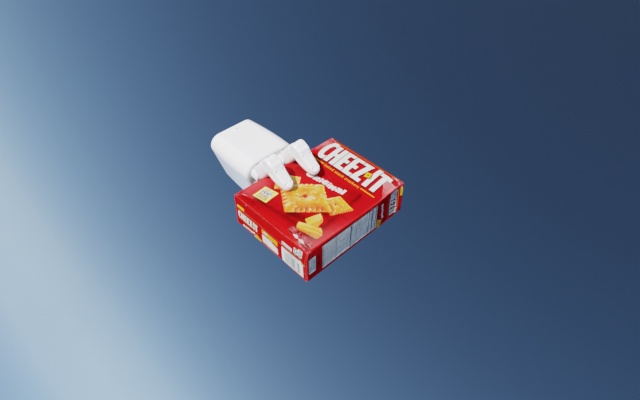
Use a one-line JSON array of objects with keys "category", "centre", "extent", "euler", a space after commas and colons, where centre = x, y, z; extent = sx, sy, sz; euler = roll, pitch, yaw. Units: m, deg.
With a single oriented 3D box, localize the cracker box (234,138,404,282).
[{"category": "cracker box", "centre": [0.000, 0.003, 0.750], "extent": [0.213, 0.072, 0.164], "euler": [-34, 55, -30]}]
